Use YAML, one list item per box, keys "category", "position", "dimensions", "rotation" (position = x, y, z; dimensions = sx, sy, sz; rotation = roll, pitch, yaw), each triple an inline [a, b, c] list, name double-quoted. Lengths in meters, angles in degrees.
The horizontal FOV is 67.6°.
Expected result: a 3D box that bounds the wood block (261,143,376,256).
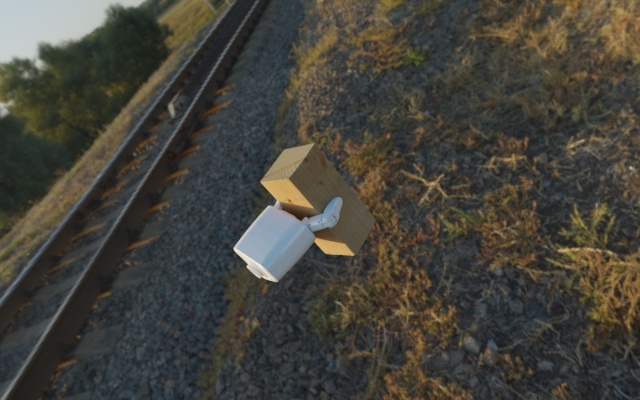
- category: "wood block"
  position: [0.000, 0.003, 0.892]
  dimensions: [0.091, 0.090, 0.206]
  rotation: [-4, -45, 49]
